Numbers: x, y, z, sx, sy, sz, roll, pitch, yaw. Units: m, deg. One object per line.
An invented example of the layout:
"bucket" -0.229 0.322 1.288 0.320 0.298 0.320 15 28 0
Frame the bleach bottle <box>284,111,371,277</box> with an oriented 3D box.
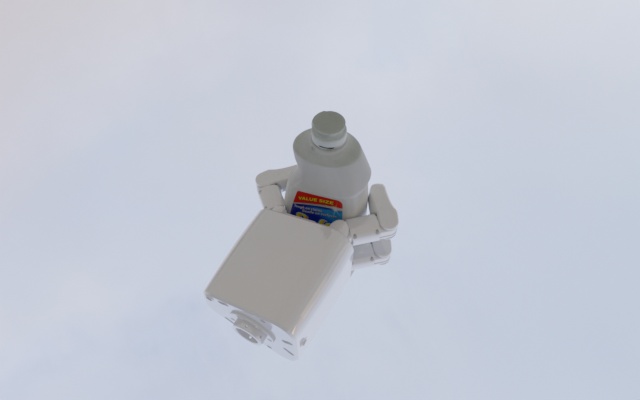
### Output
"bleach bottle" 0.000 0.002 0.510 0.102 0.068 0.251 25 -31 16
